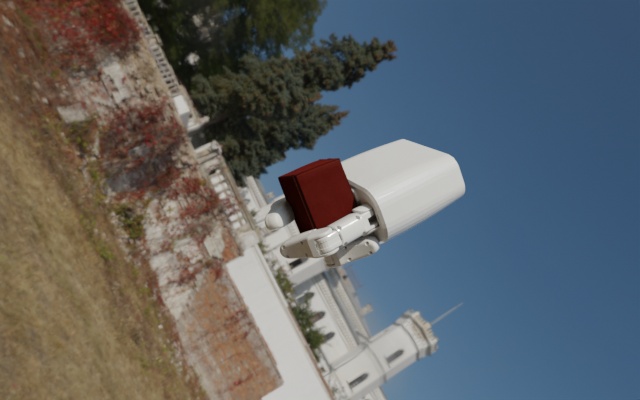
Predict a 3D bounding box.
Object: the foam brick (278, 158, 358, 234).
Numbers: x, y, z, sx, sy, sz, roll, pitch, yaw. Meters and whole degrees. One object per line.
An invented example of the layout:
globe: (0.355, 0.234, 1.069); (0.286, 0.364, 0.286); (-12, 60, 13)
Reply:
foam brick: (0.000, 0.001, 0.478); (0.051, 0.078, 0.053); (-25, 12, -19)
